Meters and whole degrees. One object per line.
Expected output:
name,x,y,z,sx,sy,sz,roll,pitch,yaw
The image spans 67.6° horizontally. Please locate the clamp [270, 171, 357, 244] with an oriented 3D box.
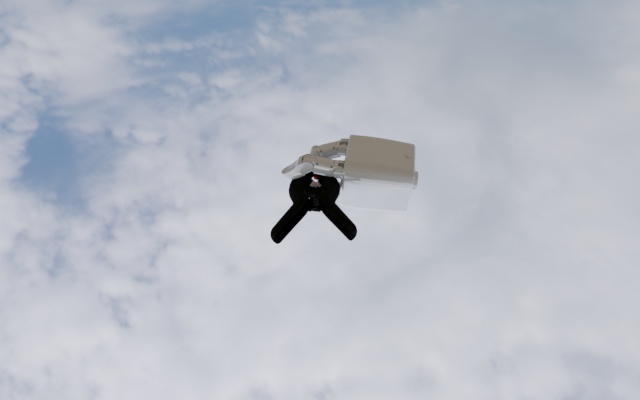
clamp,0.000,0.003,0.716,0.120,0.039,0.171,7,45,5
